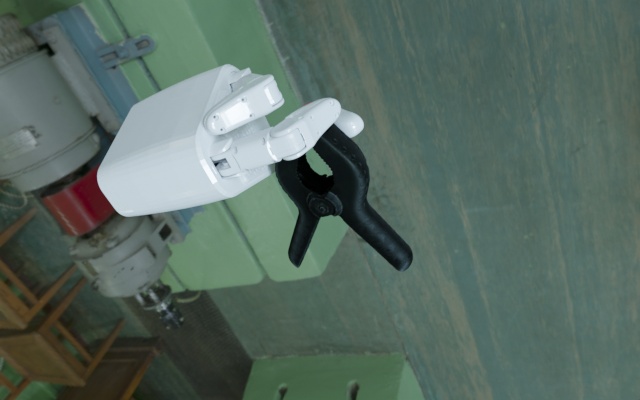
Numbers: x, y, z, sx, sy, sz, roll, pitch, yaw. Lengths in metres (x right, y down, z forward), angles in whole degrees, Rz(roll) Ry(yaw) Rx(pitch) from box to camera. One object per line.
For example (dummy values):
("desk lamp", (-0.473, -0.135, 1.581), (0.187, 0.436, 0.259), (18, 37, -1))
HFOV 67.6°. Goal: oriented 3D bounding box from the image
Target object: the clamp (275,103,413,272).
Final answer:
("clamp", (0.000, 0.002, 0.413), (0.120, 0.171, 0.039), (-13, 31, 23))
